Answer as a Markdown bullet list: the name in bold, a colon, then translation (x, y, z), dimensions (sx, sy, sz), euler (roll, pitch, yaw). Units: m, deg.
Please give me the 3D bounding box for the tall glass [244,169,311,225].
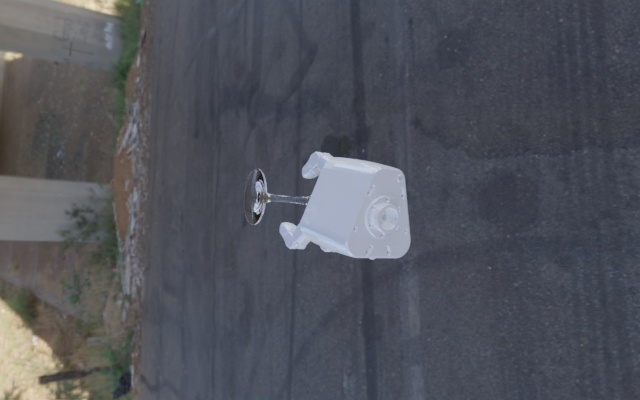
- **tall glass**: translation (-0.001, 0.002, 0.672), dimensions (0.201, 0.079, 0.079), euler (5, -2, -30)
